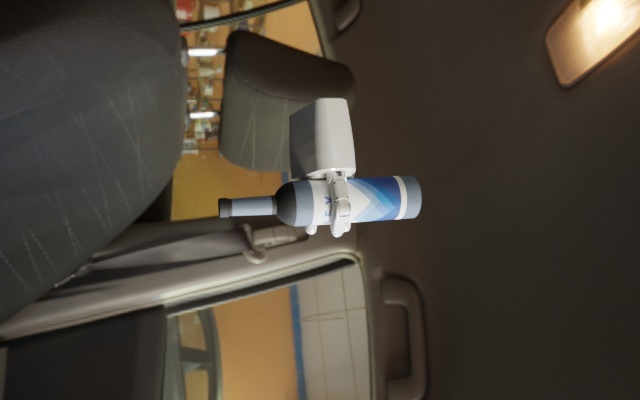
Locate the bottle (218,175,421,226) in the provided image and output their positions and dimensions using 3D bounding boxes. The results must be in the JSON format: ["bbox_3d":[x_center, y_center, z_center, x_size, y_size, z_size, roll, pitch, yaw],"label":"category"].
[{"bbox_3d":[0.000,0.002,0.703,0.296,0.069,0.069,-3,1,-15],"label":"bottle"}]
